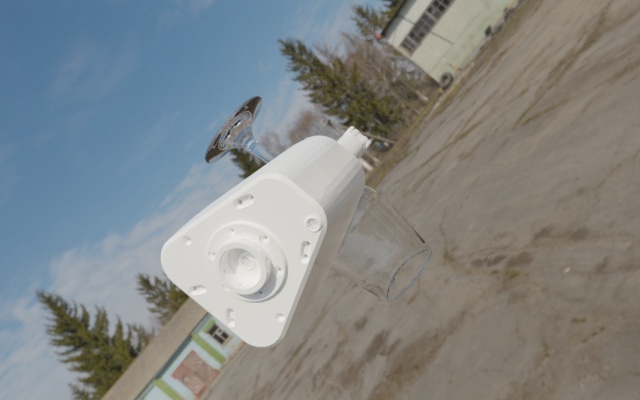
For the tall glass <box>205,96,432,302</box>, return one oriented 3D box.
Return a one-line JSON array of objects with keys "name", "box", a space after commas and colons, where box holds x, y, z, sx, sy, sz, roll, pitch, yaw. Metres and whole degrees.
[{"name": "tall glass", "box": [0.000, 0.001, 0.417, 0.201, 0.079, 0.079, 39, 0, 1]}]
